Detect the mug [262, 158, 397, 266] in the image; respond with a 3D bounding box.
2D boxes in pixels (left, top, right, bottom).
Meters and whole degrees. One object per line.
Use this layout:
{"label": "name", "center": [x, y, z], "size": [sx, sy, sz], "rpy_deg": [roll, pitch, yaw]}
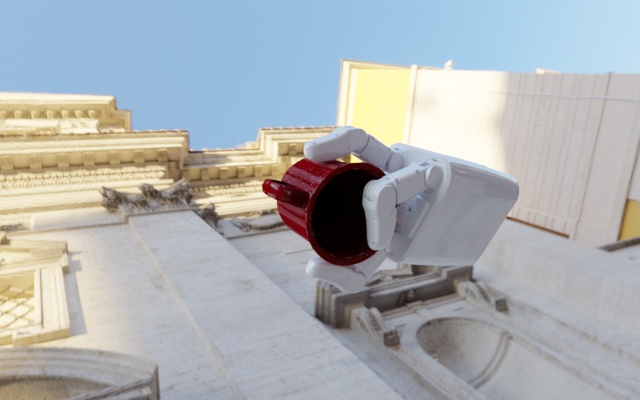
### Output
{"label": "mug", "center": [-0.001, 0.001, 0.439], "size": [0.117, 0.093, 0.081], "rpy_deg": [12, 8, -31]}
